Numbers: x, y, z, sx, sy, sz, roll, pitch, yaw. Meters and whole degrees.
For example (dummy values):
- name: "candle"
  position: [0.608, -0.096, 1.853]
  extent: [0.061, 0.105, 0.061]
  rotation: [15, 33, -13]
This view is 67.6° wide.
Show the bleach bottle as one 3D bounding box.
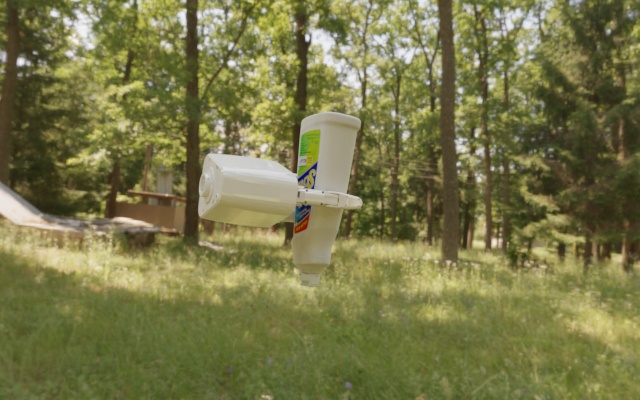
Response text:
- name: "bleach bottle"
  position: [0.000, 0.002, 0.709]
  extent: [0.068, 0.251, 0.102]
  rotation: [8, -3, -28]
